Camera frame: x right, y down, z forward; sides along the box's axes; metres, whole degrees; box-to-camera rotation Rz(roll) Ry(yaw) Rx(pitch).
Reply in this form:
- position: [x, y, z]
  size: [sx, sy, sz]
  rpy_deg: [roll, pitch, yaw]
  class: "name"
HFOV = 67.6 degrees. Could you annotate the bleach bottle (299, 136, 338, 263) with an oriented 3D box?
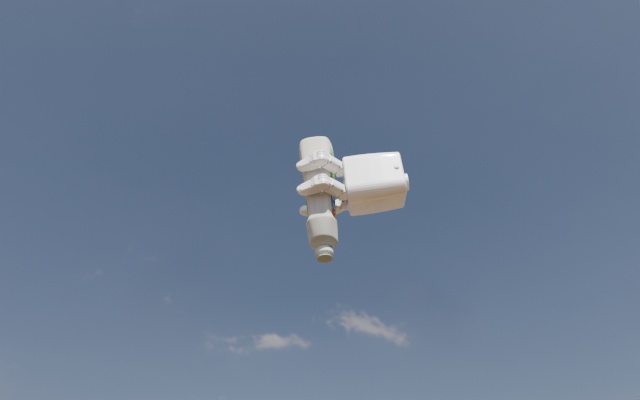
- position: [0.000, 0.003, 0.886]
  size: [0.068, 0.250, 0.103]
  rpy_deg: [-7, -36, 4]
  class: "bleach bottle"
